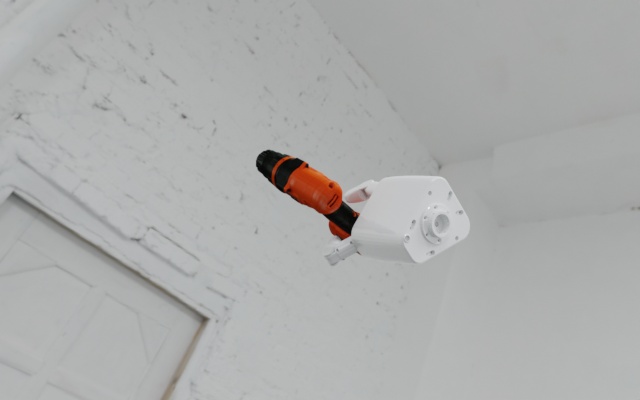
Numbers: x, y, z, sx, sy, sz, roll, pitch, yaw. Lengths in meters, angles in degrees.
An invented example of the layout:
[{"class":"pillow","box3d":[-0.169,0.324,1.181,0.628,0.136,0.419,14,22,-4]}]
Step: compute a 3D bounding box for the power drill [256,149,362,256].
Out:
[{"class":"power drill","box3d":[0.001,0.003,0.713,0.188,0.057,0.184,39,-4,-42]}]
